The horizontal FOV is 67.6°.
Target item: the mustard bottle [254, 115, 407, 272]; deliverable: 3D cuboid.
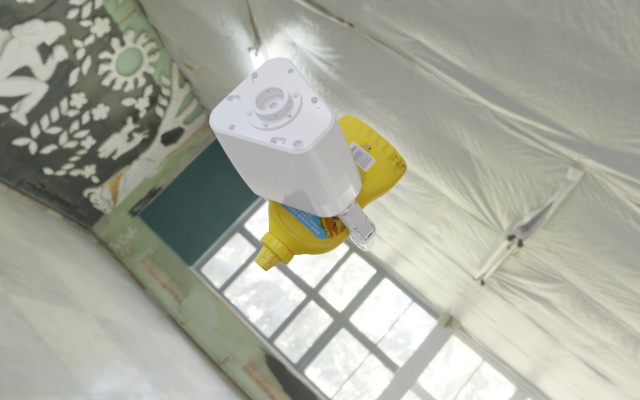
[{"bbox_3d":[0.000,0.002,0.523,0.096,0.191,0.058,42,-12,6],"label":"mustard bottle"}]
